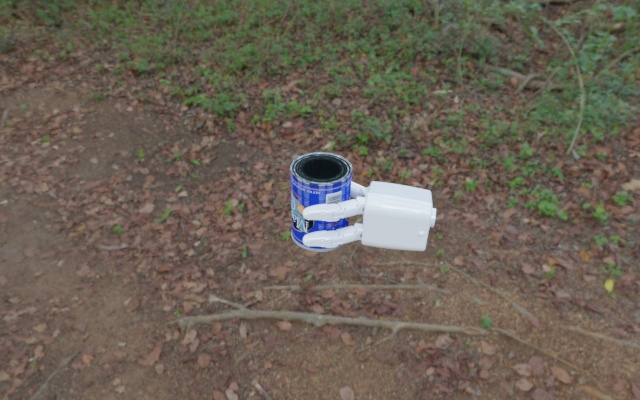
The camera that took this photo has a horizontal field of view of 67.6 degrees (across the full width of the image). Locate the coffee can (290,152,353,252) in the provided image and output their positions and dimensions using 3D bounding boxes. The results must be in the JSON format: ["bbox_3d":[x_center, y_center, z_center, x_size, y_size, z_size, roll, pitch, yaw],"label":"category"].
[{"bbox_3d":[0.000,0.003,0.820,0.103,0.140,0.102,1,35,-1],"label":"coffee can"}]
